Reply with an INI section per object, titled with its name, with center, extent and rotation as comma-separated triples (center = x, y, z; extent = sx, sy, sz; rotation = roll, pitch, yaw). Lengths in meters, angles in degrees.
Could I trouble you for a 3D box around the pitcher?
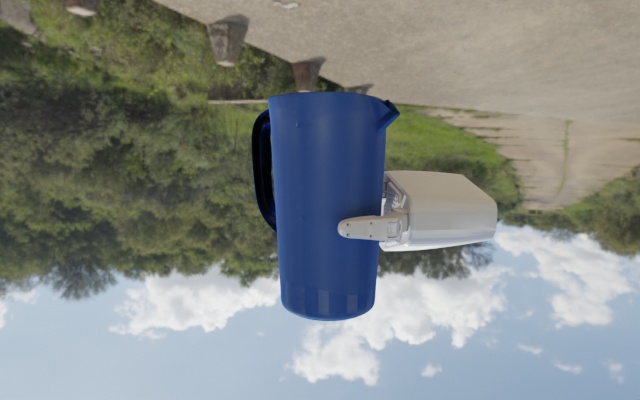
[pitcher]
center = 0.000, 0.002, 0.541
extent = 0.145, 0.243, 0.149
rotation = -1, 6, -13
